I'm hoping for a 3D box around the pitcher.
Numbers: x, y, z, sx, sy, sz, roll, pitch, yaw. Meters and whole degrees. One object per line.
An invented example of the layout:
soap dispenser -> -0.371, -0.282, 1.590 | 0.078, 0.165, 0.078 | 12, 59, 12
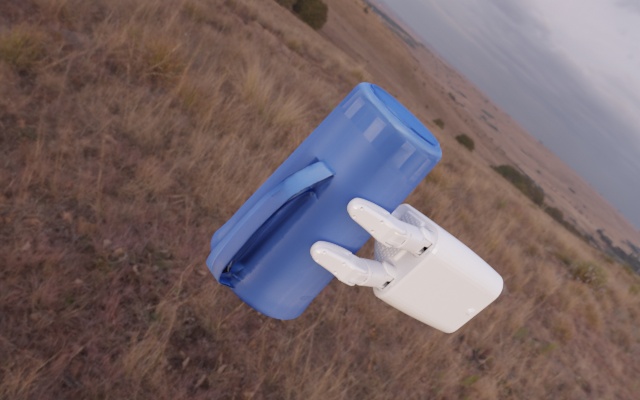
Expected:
pitcher -> 0.000, 0.002, 0.490 | 0.145, 0.243, 0.149 | 34, 22, -21
